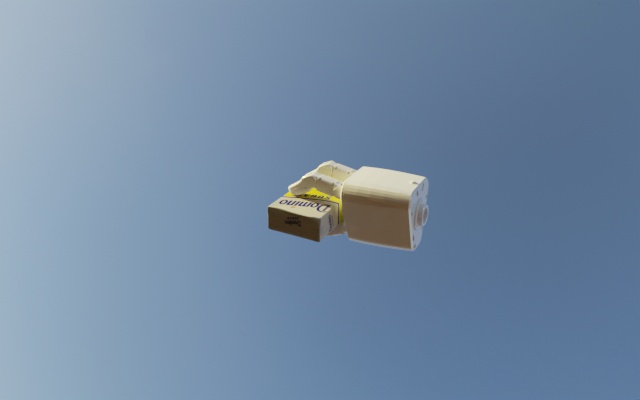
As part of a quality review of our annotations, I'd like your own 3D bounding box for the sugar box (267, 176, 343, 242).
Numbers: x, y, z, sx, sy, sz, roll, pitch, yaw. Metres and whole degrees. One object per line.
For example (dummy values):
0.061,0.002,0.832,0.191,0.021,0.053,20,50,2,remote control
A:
0.000,0.002,0.775,0.093,0.048,0.176,13,25,25,sugar box
